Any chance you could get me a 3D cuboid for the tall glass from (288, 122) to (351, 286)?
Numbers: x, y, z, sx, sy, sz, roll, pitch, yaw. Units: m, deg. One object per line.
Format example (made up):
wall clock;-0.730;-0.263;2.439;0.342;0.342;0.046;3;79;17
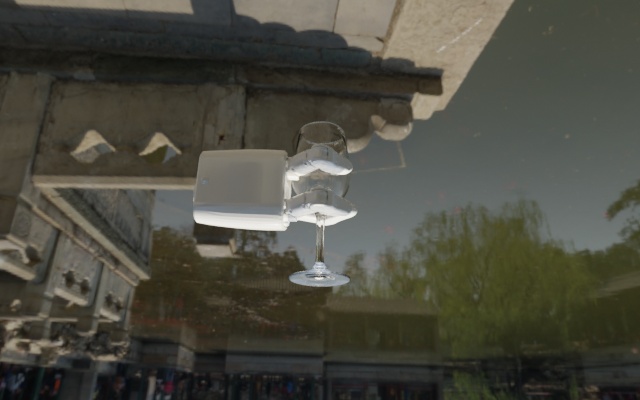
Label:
tall glass;0.000;0.003;0.605;0.079;0.201;0.079;1;-22;0
